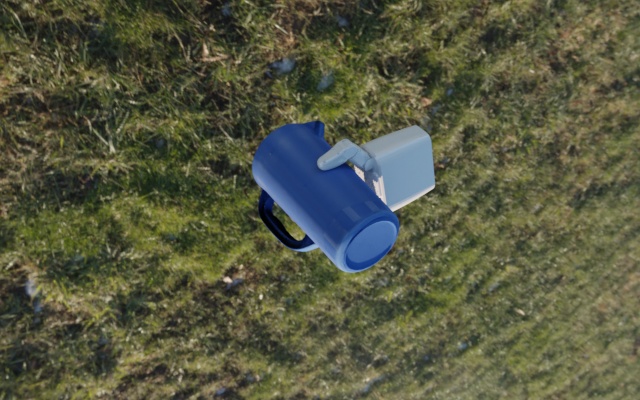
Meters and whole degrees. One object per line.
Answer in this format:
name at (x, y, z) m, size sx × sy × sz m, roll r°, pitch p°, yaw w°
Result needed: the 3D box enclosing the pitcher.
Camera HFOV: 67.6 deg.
pitcher at (0.000, 0.002, 0.729) m, size 0.145 × 0.149 × 0.242 m, roll -24°, pitch 47°, yaw -21°
